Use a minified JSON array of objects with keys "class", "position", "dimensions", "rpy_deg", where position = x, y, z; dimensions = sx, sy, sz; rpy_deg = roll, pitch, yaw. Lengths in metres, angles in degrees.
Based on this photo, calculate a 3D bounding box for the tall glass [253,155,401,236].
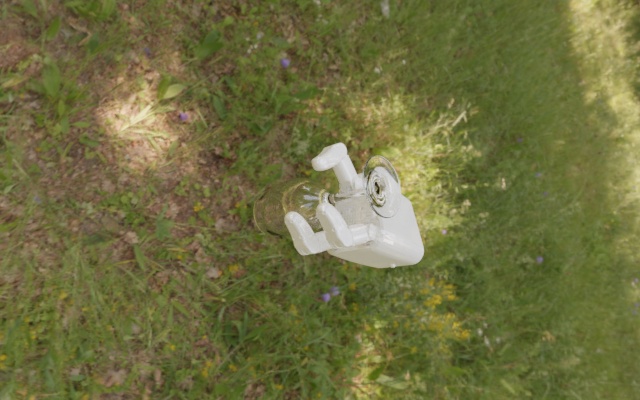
[{"class":"tall glass","position":[0.001,0.002,0.616],"dimensions":[0.201,0.079,0.079],"rpy_deg":[-14,-9,41]}]
